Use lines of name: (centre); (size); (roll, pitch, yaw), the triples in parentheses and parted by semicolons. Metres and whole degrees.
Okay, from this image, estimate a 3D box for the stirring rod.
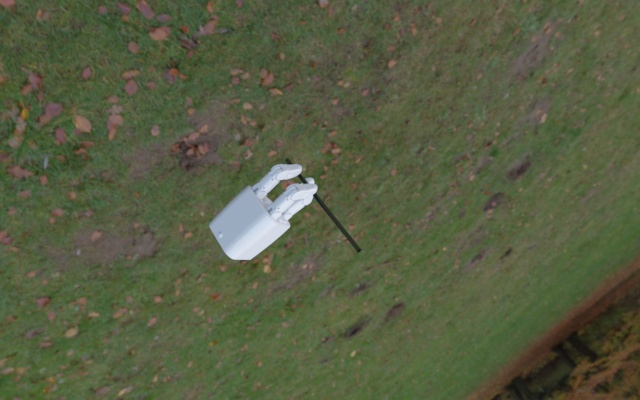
stirring rod: (0.000, 0.003, 0.855); (0.011, 0.011, 0.239); (0, 42, -46)
